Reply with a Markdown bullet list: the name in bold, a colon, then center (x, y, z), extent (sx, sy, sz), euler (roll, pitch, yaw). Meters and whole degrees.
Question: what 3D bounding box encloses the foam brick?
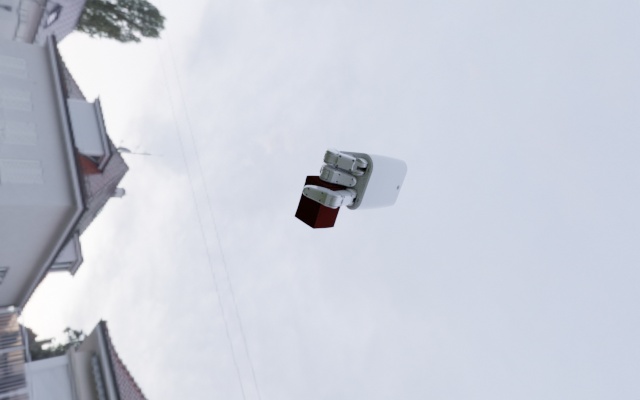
- **foam brick**: center (0.000, 0.003, 0.806), extent (0.051, 0.078, 0.053), euler (-1, 26, -46)
